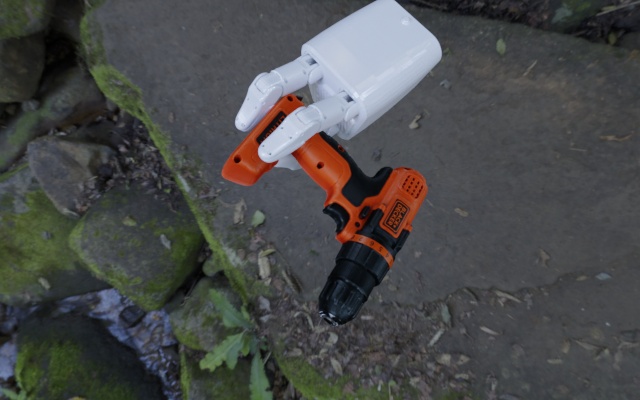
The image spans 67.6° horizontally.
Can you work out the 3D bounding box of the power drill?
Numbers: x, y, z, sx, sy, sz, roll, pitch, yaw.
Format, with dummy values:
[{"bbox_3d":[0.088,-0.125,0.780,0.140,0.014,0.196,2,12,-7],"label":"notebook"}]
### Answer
[{"bbox_3d":[0.000,0.001,0.468,0.187,0.184,0.057,38,-28,-8],"label":"power drill"}]
